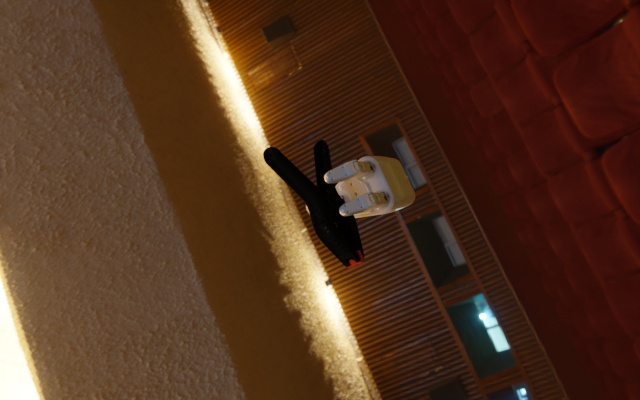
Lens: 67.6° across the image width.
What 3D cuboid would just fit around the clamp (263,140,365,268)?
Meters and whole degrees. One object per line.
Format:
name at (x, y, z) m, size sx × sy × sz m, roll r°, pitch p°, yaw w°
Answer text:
clamp at (0.000, 0.003, 0.704) m, size 0.036 × 0.210 × 0.164 m, roll -29°, pitch -11°, yaw 31°
